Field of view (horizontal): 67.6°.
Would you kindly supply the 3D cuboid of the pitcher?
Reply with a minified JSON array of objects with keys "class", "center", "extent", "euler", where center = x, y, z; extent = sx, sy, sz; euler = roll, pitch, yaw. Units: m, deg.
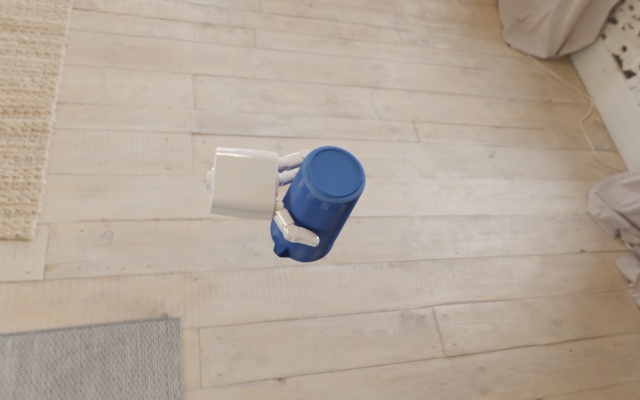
[{"class":"pitcher","center":[0.000,0.003,0.860],"extent":[0.145,0.149,0.243],"euler":[5,-28,-14]}]
